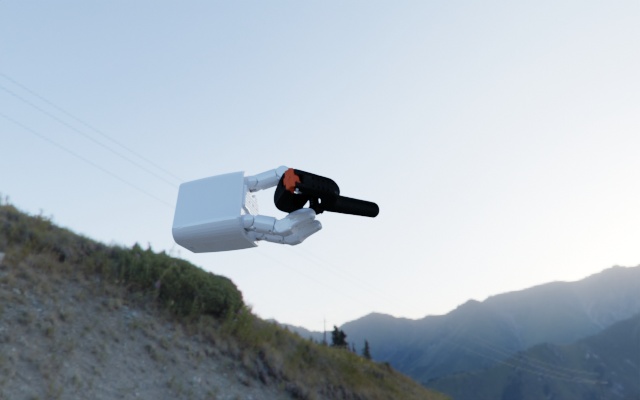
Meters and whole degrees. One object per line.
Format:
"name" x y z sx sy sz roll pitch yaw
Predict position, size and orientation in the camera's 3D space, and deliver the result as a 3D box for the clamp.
"clamp" 0.000 0.001 0.698 0.164 0.036 0.210 -11 -21 7
